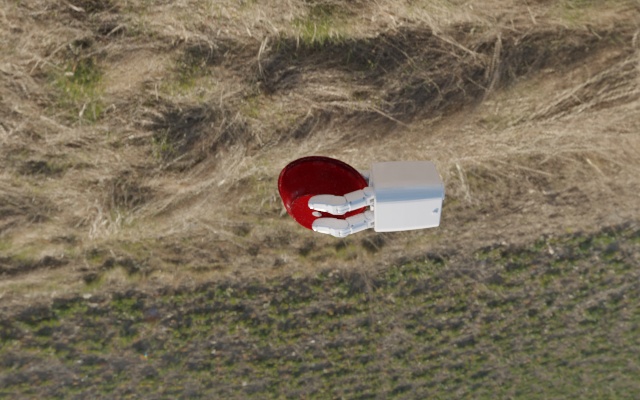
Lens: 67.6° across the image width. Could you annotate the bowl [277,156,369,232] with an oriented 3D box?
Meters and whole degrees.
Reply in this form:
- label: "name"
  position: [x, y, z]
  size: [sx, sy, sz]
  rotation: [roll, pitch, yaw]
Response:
- label: "bowl"
  position: [-0.001, 0.003, 0.804]
  size: [0.162, 0.055, 0.162]
  rotation: [8, -43, 7]
